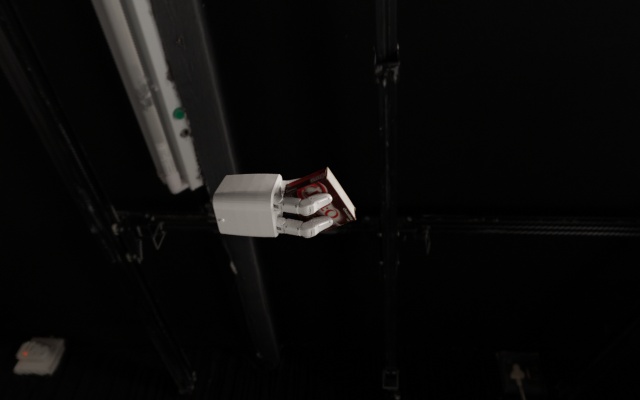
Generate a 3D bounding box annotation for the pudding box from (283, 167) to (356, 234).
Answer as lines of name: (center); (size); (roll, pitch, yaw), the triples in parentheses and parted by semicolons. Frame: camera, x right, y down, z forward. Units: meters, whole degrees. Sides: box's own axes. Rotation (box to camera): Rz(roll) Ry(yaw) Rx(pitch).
pudding box: (0.000, 0.003, 0.867); (0.090, 0.039, 0.113); (-21, -52, 22)
